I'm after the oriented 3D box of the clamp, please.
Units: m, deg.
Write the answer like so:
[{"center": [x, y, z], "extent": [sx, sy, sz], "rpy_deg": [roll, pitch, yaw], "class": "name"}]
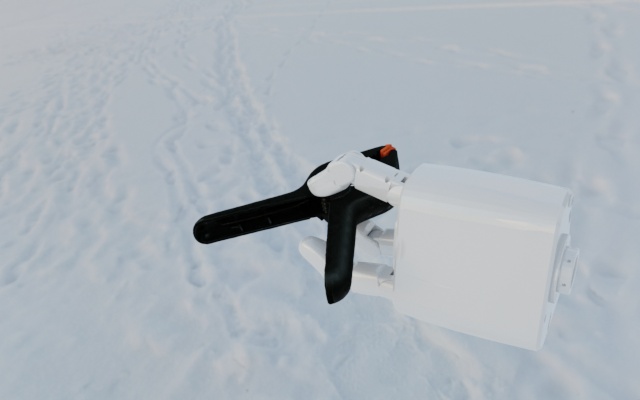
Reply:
[{"center": [0.000, 0.001, 0.435], "extent": [0.164, 0.036, 0.210], "rpy_deg": [13, 37, 31], "class": "clamp"}]
